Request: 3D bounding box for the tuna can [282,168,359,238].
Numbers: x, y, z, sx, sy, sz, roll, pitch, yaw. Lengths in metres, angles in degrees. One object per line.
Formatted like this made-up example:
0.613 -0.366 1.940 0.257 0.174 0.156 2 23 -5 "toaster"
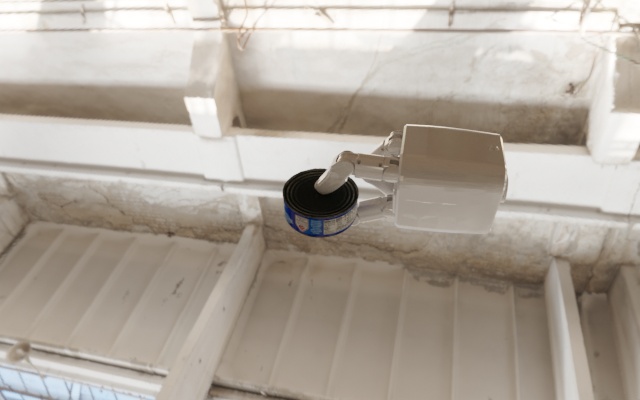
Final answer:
0.000 0.002 0.546 0.086 0.034 0.086 0 41 0 "tuna can"
